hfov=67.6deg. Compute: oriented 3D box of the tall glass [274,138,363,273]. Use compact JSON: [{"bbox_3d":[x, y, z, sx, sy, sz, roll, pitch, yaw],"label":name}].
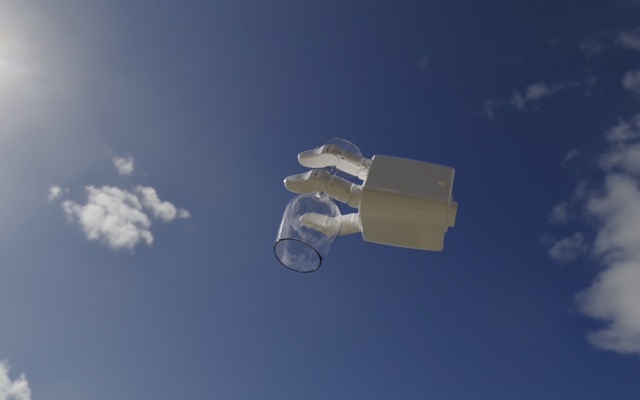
[{"bbox_3d":[0.000,0.002,0.648,0.079,0.079,0.201,0,41,23],"label":"tall glass"}]
